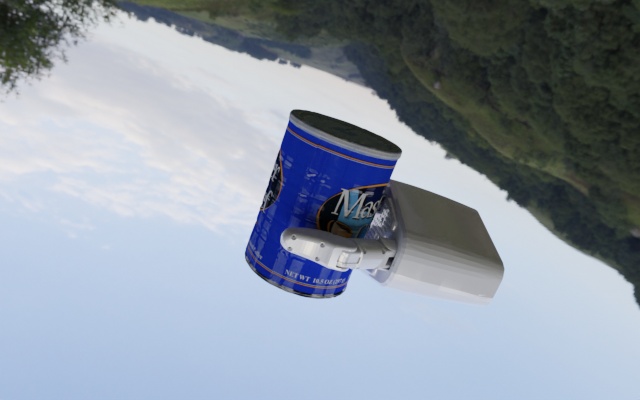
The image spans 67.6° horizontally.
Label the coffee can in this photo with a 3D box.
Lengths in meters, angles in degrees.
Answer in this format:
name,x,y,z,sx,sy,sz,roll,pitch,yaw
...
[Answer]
name,x,y,z,sx,sy,sz,roll,pitch,yaw
coffee can,0.000,0.001,0.433,0.103,0.140,0.102,18,17,-6
